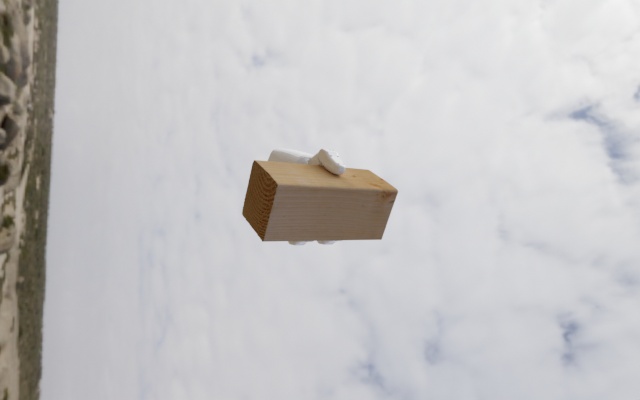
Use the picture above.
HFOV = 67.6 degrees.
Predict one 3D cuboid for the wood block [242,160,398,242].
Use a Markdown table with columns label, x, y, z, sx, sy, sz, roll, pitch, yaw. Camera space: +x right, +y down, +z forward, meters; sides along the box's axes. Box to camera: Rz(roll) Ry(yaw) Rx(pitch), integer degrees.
| label | x | y | z | sx | sy | sz | roll | pitch | yaw |
| --- | --- | --- | --- | --- | --- | --- | --- | --- | --- |
| wood block | 0.000 | 0.002 | 0.719 | 0.206 | 0.091 | 0.090 | 2 | 25 | -32 |
